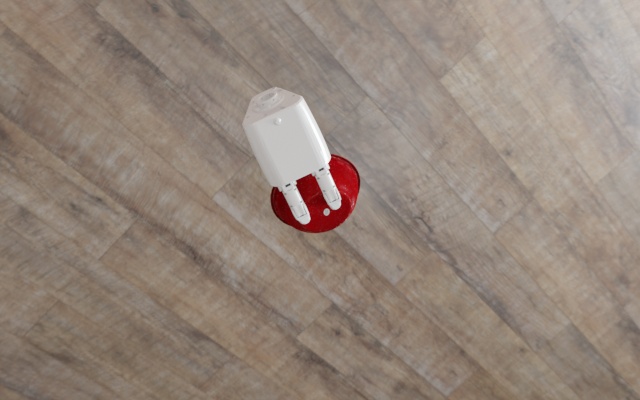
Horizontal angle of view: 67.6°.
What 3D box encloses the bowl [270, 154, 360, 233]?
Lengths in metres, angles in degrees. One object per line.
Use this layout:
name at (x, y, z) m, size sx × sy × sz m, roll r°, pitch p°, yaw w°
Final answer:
bowl at (0.001, 0.004, 0.804) m, size 0.162 × 0.162 × 0.055 m, roll 0°, pitch 39°, yaw -22°
